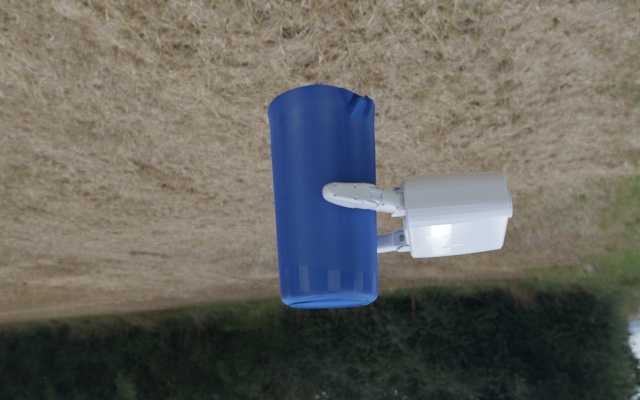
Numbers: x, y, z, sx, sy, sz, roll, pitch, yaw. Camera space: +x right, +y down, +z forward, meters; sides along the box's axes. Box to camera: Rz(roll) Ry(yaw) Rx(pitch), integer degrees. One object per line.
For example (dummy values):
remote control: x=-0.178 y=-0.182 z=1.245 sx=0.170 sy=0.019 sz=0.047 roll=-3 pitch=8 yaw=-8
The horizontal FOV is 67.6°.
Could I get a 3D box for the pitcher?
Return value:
pitcher: x=0.000 y=0.002 z=0.568 sx=0.145 sy=0.242 sz=0.149 roll=-5 pitch=-17 yaw=9
